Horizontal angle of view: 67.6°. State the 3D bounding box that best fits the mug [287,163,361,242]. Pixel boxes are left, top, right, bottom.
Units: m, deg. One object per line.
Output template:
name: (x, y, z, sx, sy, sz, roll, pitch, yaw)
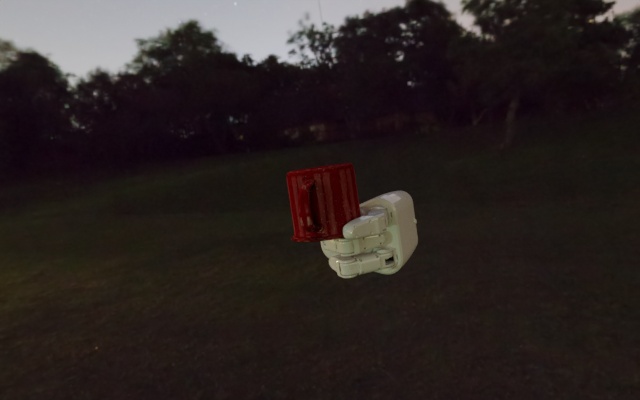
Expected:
mug: (-0.001, 0.002, 0.559, 0.093, 0.081, 0.117, -6, 5, 23)
